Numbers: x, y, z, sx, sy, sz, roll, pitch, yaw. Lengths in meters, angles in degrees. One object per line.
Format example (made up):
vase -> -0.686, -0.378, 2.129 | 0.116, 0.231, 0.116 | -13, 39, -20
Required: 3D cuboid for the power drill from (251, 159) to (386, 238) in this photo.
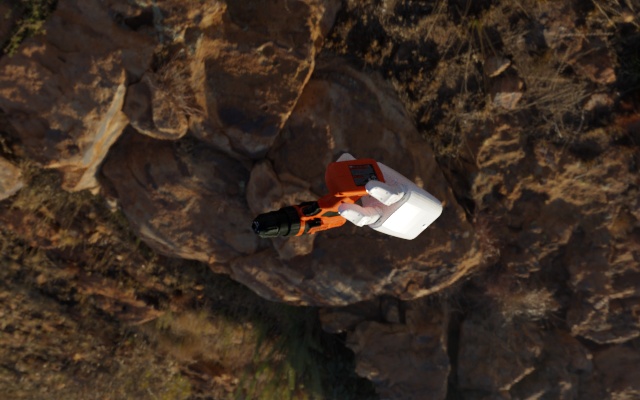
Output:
power drill -> 0.001, 0.002, 0.766 | 0.184, 0.057, 0.188 | -10, -18, -37
